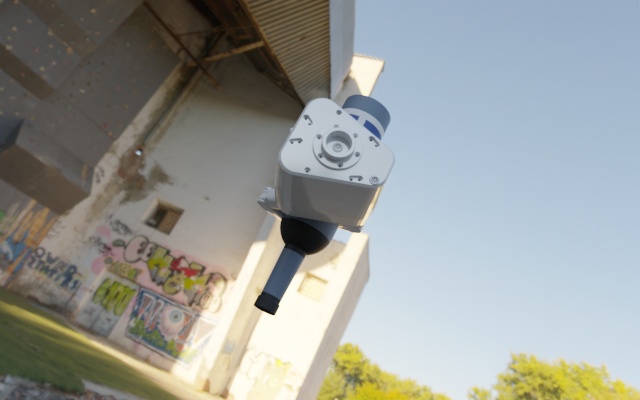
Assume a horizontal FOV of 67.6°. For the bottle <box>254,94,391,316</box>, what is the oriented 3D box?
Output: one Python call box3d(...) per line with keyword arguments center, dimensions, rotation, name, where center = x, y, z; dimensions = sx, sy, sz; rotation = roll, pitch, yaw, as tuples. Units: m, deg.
box3d(center=(0.000, 0.002, 0.588), dimensions=(0.069, 0.295, 0.069), rotation=(24, -21, 10), name="bottle")
